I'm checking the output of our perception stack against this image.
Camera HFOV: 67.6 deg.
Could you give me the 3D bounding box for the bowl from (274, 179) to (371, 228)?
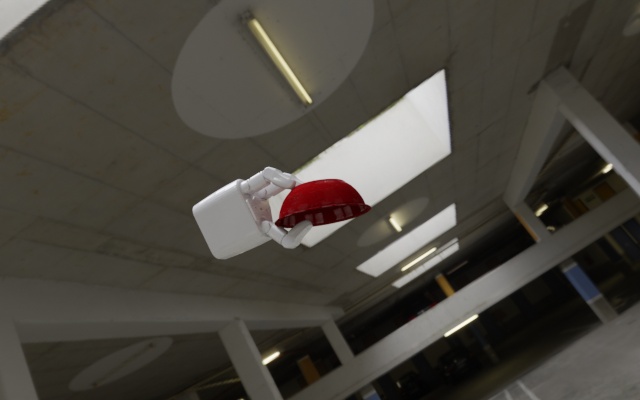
[{"bbox_3d":[0.001,0.002,0.795,0.162,0.055,0.162,-9,-12,-2],"label":"bowl"}]
